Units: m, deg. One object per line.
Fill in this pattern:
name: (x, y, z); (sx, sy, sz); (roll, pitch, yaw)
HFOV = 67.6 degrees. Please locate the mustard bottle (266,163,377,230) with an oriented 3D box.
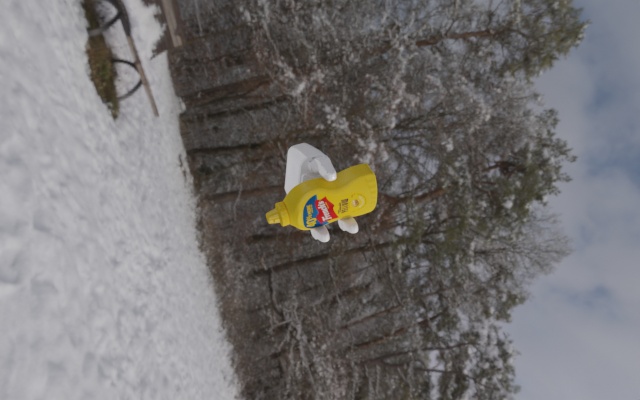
mustard bottle: (0.000, 0.003, 0.819); (0.191, 0.096, 0.058); (-16, 48, -13)
